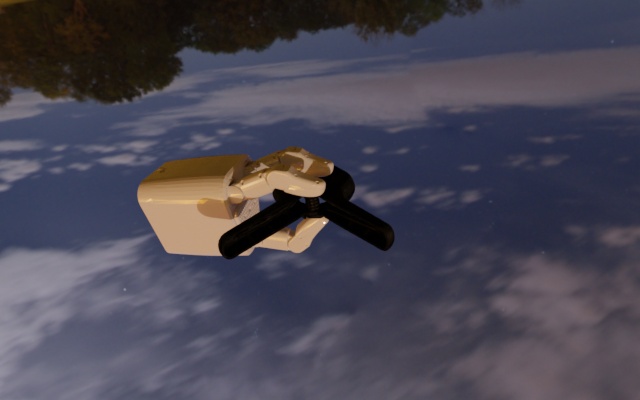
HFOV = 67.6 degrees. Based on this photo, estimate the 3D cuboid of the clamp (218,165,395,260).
[{"bbox_3d":[0.000,0.002,0.520,0.164,0.036,0.210,0,26,11],"label":"clamp"}]
